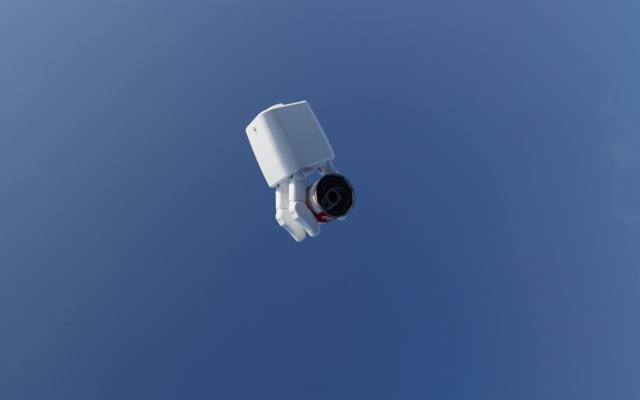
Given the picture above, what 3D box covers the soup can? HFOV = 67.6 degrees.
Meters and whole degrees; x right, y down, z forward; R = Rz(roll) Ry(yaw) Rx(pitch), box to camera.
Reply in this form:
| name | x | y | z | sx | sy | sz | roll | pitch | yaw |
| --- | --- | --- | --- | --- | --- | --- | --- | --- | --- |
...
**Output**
| name | x | y | z | sx | sy | sz | roll | pitch | yaw |
| --- | --- | --- | --- | --- | --- | --- | --- | --- | --- |
| soup can | 0.000 | 0.003 | 0.758 | 0.068 | 0.068 | 0.102 | 0 | -13 | -28 |
